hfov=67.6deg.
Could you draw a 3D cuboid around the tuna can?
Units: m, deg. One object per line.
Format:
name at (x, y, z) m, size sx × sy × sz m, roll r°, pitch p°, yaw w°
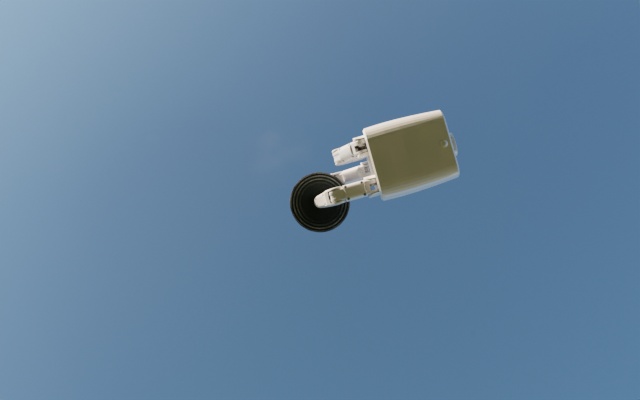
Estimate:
tuna can at (0.000, 0.002, 0.693) m, size 0.086 × 0.086 × 0.034 m, roll 0°, pitch 1°, yaw 4°
